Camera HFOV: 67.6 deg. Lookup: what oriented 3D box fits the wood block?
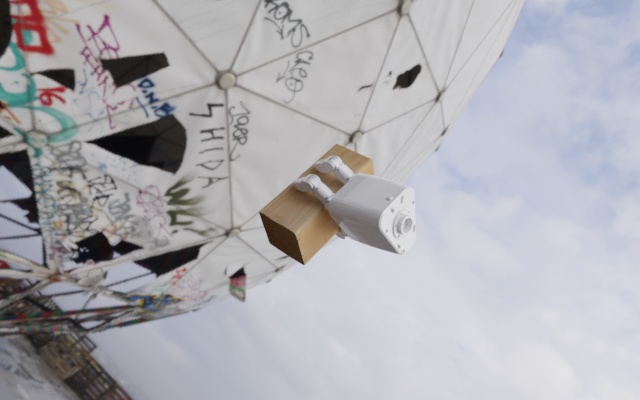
[{"bbox_3d":[0.001,0.003,0.854,0.090,0.091,0.206,28,57,32],"label":"wood block"}]
